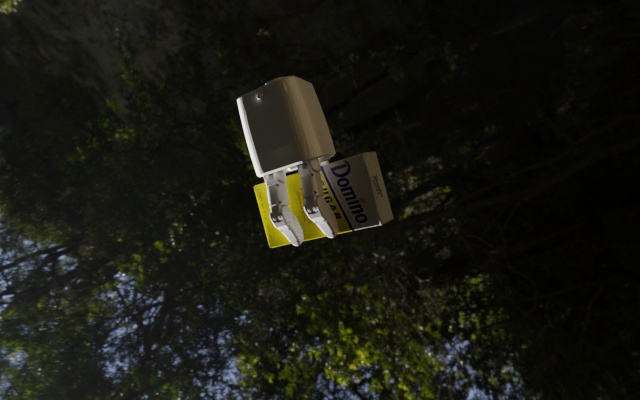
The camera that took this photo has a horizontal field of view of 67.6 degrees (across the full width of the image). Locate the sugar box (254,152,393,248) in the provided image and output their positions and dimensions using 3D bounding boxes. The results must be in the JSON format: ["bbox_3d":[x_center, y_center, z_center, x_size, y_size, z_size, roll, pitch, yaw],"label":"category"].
[{"bbox_3d":[0.000,0.002,0.636,0.176,0.093,0.048,-15,1,33],"label":"sugar box"}]
